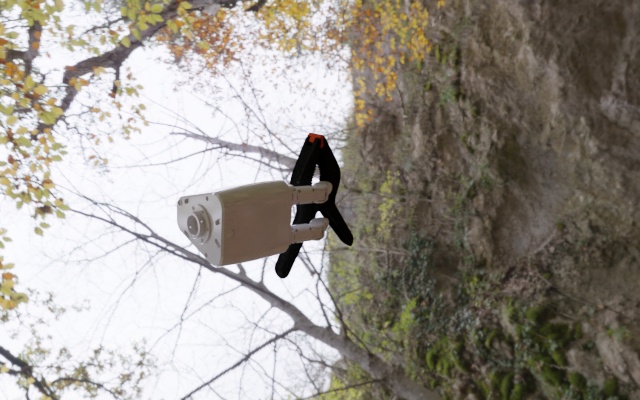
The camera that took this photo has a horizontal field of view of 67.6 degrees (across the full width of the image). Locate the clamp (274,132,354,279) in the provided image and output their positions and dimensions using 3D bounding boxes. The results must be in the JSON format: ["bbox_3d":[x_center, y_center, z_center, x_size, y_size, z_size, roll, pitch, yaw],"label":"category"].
[{"bbox_3d":[-0.001,0.002,0.725,0.036,0.210,0.164,17,20,39],"label":"clamp"}]
